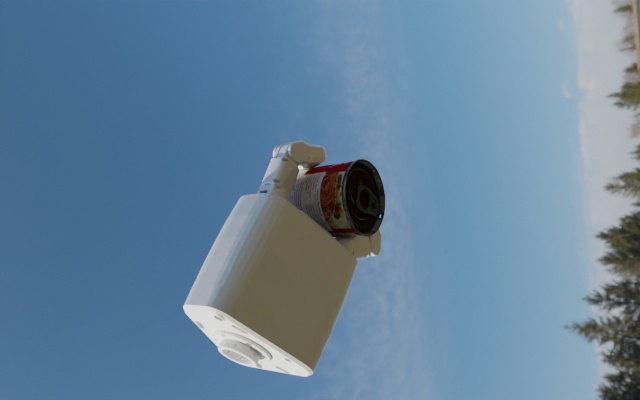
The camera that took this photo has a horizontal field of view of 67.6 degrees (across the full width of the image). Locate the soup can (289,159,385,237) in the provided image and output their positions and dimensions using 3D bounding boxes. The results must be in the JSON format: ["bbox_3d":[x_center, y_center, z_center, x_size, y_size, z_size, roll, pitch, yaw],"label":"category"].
[{"bbox_3d":[0.000,0.001,0.449,0.102,0.068,0.068,-6,-3,37],"label":"soup can"}]
